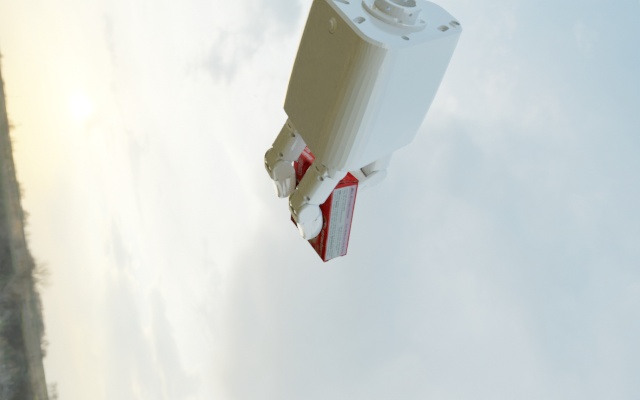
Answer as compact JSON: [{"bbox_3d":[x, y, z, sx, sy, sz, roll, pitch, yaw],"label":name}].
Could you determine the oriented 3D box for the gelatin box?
[{"bbox_3d":[0.000,0.002,0.456,0.030,0.089,0.073,-14,40,-26],"label":"gelatin box"}]
